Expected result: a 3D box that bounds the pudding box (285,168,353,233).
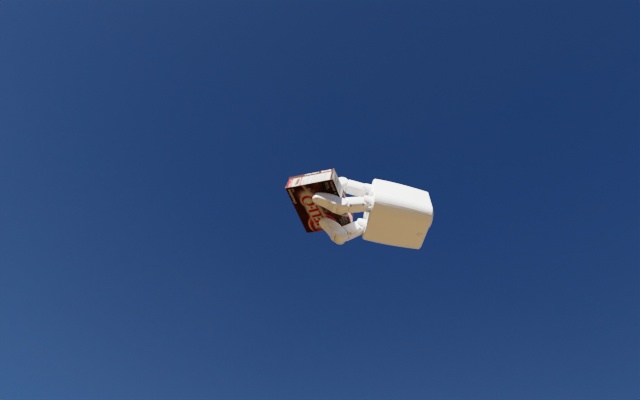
[{"bbox_3d":[0.000,0.003,0.857,0.090,0.114,0.039,-11,34,19],"label":"pudding box"}]
